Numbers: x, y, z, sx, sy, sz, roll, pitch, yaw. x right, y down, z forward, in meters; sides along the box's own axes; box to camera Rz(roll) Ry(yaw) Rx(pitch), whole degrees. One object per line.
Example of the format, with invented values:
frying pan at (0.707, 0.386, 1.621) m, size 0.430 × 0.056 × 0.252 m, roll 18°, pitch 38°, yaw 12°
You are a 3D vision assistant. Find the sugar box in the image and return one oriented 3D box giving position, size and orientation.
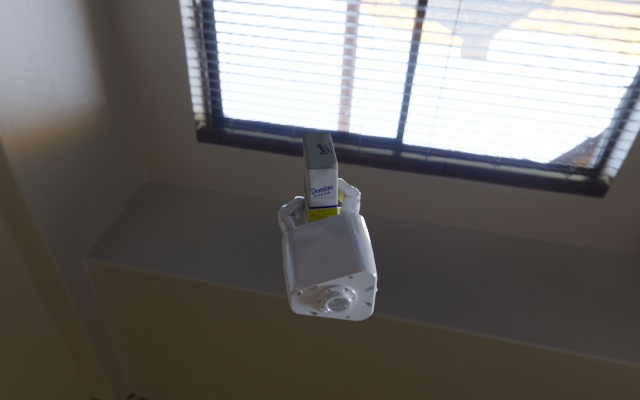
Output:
sugar box at (0.001, 0.002, 0.682) m, size 0.048 × 0.176 × 0.093 m, roll -3°, pitch 37°, yaw -6°
